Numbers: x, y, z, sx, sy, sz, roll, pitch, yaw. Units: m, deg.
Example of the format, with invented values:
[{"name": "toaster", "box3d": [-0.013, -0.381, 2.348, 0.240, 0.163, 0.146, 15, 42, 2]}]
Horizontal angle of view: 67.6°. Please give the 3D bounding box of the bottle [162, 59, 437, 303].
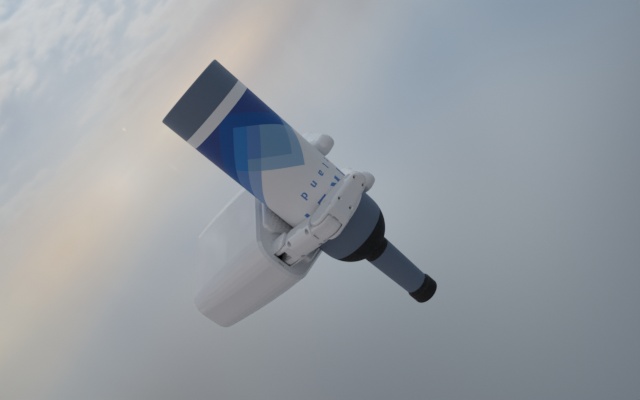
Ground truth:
[{"name": "bottle", "box3d": [0.000, 0.001, 0.431, 0.296, 0.069, 0.069, 40, -15, -19]}]
